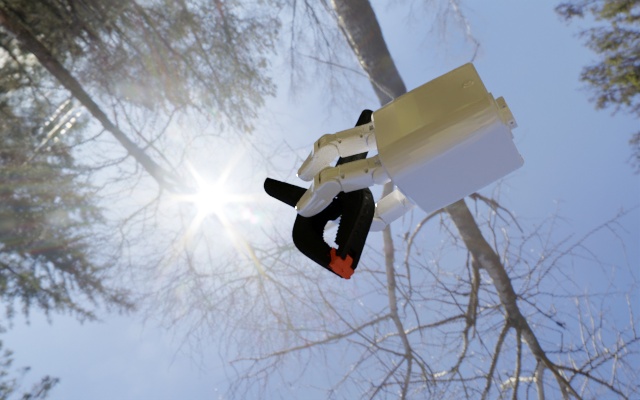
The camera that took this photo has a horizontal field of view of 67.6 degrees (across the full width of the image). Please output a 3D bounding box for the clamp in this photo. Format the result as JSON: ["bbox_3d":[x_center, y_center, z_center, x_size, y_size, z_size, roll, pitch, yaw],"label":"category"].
[{"bbox_3d":[0.001,0.002,0.509,0.164,0.209,0.036,-30,-53,23],"label":"clamp"}]
